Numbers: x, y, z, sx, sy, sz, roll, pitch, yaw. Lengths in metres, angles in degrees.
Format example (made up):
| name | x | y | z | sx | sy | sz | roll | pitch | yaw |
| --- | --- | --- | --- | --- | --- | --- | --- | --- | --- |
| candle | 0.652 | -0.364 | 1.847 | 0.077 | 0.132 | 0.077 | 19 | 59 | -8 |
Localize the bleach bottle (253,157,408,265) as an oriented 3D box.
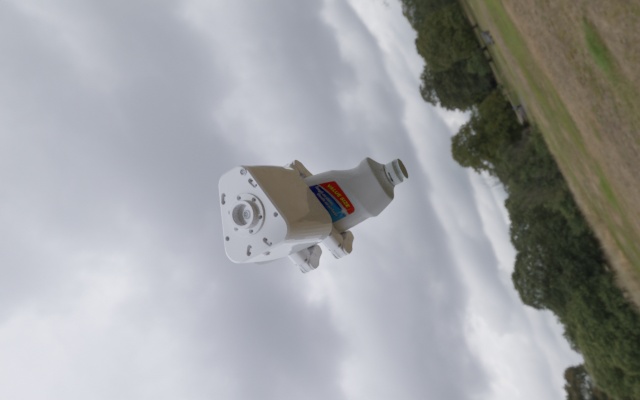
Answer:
| name | x | y | z | sx | sy | sz | roll | pitch | yaw |
| --- | --- | --- | --- | --- | --- | --- | --- | --- | --- |
| bleach bottle | 0.000 | 0.002 | 0.663 | 0.251 | 0.102 | 0.068 | -26 | -11 | 24 |
